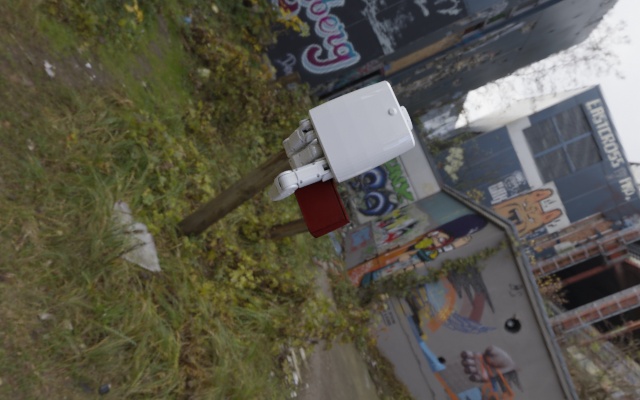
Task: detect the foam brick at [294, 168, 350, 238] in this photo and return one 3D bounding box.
[{"bbox_3d":[0.000,0.002,0.619,0.051,0.078,0.053,-22,-11,3],"label":"foam brick"}]
